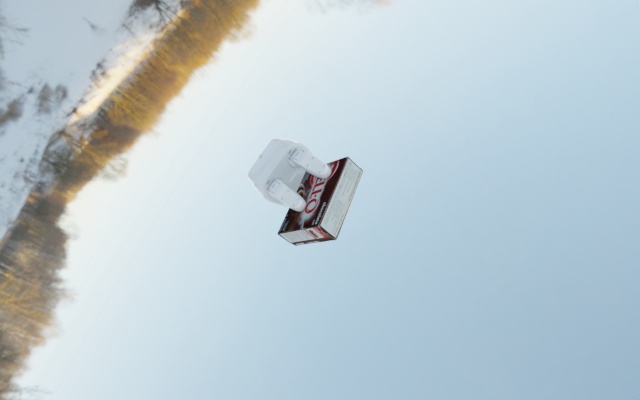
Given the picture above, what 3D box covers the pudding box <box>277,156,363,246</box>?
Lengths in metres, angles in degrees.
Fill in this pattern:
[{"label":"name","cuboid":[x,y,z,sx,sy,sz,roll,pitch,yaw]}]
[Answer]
[{"label":"pudding box","cuboid":[0.000,0.002,0.638,0.039,0.113,0.090,36,-30,-28]}]
